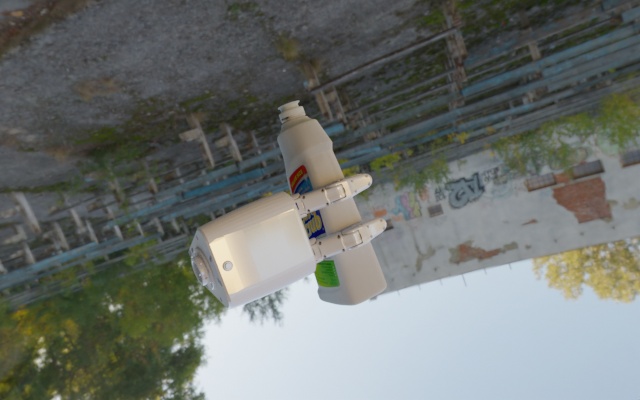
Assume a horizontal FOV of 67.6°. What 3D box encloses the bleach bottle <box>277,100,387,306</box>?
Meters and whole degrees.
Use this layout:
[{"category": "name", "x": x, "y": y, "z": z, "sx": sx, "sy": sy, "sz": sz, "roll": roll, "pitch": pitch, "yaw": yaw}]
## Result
[{"category": "bleach bottle", "x": 0.000, "y": 0.002, "z": 0.596, "sx": 0.068, "sy": 0.251, "sz": 0.102, "roll": -23, "pitch": 6, "yaw": -27}]
